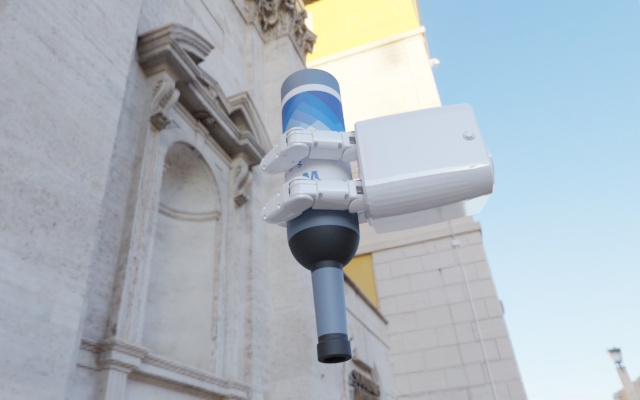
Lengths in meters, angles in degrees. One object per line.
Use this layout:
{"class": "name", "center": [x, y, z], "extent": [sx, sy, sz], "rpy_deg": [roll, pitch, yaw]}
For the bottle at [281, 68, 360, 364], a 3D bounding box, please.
{"class": "bottle", "center": [0.000, 0.001, 0.454], "extent": [0.069, 0.295, 0.069], "rpy_deg": [-4, -32, -2]}
